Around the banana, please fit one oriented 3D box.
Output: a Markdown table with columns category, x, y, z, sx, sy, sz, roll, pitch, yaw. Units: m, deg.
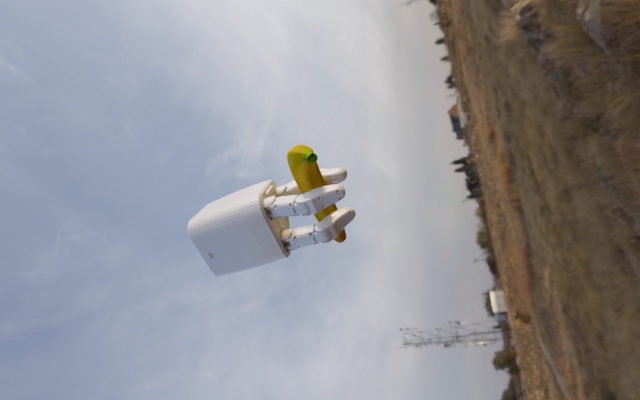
| category | x | y | z | sx | sy | sz | roll | pitch | yaw |
| --- | --- | --- | --- | --- | --- | --- | --- | --- | --- |
| banana | -0.007 | -0.013 | 0.631 | 0.037 | 0.069 | 0.198 | -25 | -37 | -1 |
